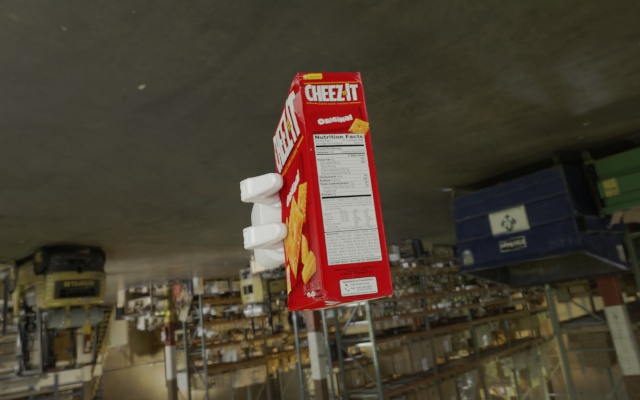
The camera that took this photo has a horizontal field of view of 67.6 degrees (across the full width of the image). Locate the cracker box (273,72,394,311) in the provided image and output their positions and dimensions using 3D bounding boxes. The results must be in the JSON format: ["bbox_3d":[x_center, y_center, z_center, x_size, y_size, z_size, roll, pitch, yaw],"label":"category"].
[{"bbox_3d":[0.000,0.002,0.496,0.072,0.213,0.164,-3,-14,-15],"label":"cracker box"}]
